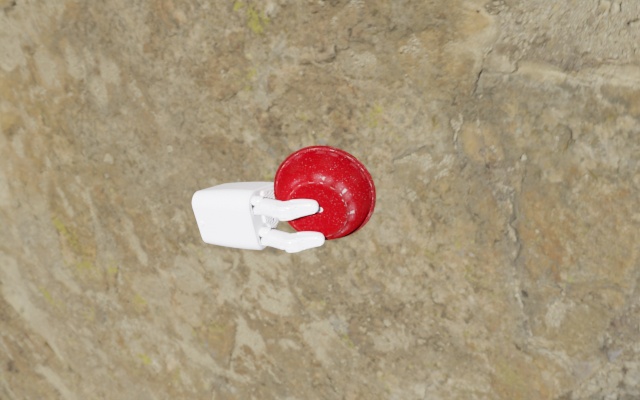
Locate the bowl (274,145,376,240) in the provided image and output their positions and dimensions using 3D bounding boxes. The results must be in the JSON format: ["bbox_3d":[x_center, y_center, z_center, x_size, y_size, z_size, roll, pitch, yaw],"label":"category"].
[{"bbox_3d":[0.001,0.002,0.712,0.162,0.162,0.055,0,28,13],"label":"bowl"}]
